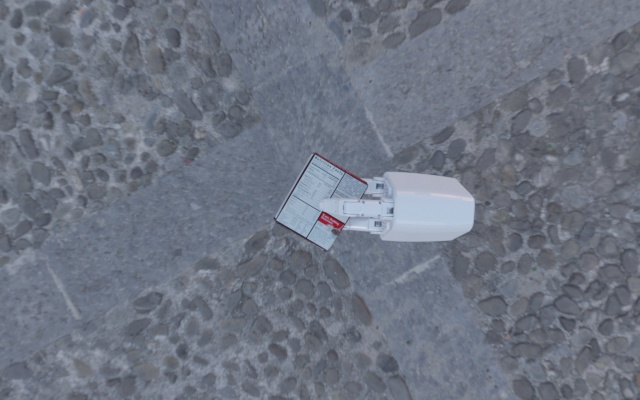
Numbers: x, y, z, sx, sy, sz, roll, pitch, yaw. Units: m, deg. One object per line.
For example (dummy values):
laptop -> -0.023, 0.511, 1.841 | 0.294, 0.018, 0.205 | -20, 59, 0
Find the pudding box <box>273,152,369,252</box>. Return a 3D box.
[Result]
pudding box -> 0.000, 0.002, 0.665 | 0.090, 0.113, 0.039 | 31, 0, -5
